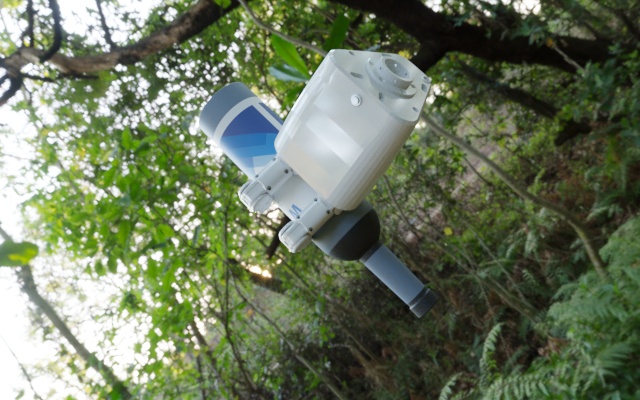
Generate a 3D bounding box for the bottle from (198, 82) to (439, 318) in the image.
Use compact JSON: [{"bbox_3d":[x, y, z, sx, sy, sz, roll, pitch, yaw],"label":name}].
[{"bbox_3d":[0.000,0.001,0.481,0.295,0.069,0.069,44,10,10],"label":"bottle"}]
